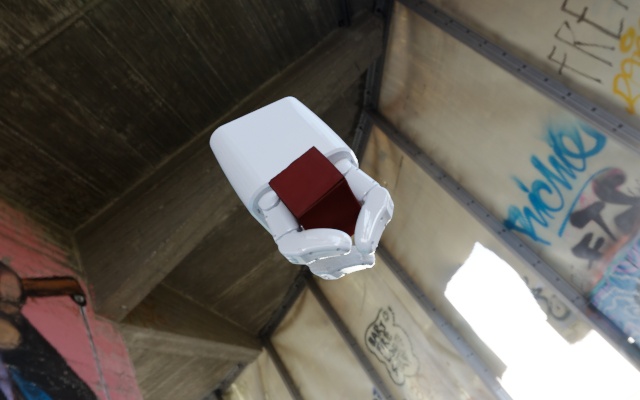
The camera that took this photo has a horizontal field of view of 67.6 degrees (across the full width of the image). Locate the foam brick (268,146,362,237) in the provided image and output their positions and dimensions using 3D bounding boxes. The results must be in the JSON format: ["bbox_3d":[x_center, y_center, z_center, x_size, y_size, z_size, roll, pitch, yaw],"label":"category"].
[{"bbox_3d":[0.000,0.001,0.420,0.053,0.051,0.078,-38,-36,-3],"label":"foam brick"}]
